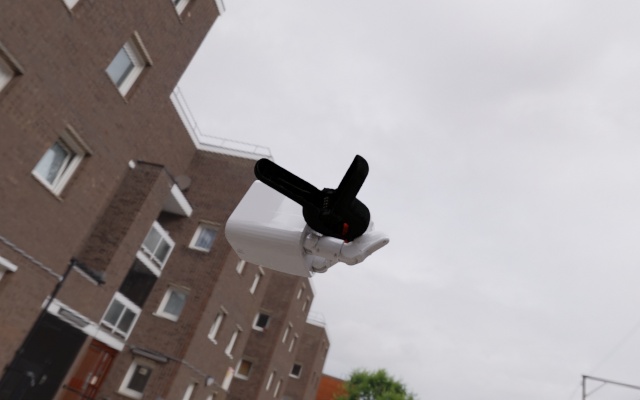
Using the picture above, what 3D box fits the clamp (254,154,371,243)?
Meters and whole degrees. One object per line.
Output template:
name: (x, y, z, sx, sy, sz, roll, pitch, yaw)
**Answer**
clamp: (0.000, 0.001, 0.532, 0.120, 0.039, 0.172, 10, -30, 17)
